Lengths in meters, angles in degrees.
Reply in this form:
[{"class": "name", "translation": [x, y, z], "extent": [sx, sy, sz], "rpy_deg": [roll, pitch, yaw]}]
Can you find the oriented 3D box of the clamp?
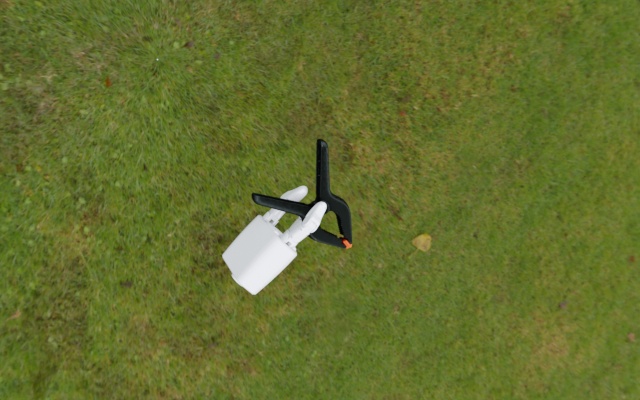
[{"class": "clamp", "translation": [0.001, 0.004, 0.875], "extent": [0.210, 0.164, 0.036], "rpy_deg": [45, -2, -24]}]
